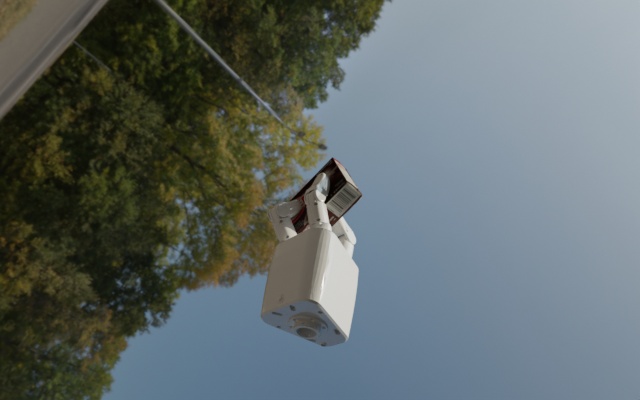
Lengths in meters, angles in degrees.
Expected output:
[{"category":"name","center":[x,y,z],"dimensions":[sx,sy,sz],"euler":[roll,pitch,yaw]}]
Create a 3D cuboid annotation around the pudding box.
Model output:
[{"category":"pudding box","center":[0.000,0.002,0.692],"dimensions":[0.039,0.113,0.090],"euler":[41,12,-29]}]
